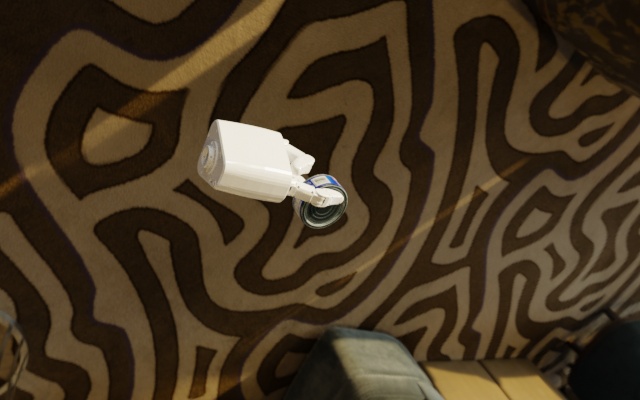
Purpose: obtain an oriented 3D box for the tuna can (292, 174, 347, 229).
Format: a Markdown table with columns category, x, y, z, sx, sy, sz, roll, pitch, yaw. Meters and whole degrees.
| category | x | y | z | sx | sy | sz | roll | pitch | yaw |
| --- | --- | --- | --- | --- | --- | --- | --- | --- | --- |
| tuna can | 0.000 | 0.003 | 0.772 | 0.086 | 0.086 | 0.033 | 0 | 32 | -31 |
